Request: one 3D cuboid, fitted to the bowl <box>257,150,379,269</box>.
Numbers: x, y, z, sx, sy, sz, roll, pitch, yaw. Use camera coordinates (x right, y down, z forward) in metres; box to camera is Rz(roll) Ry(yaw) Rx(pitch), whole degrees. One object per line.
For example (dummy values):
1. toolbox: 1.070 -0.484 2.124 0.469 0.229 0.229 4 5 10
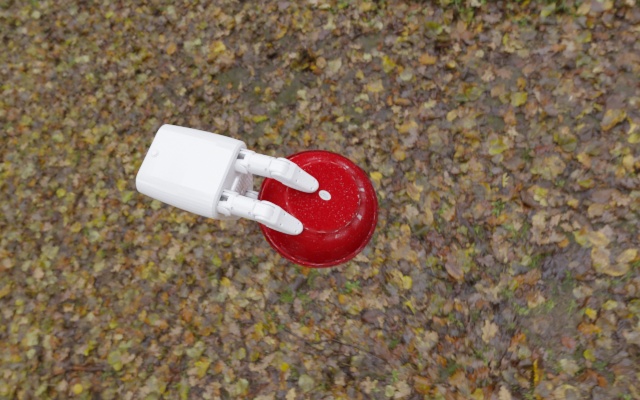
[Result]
1. bowl: 0.001 0.002 0.603 0.162 0.162 0.055 0 -15 -7
